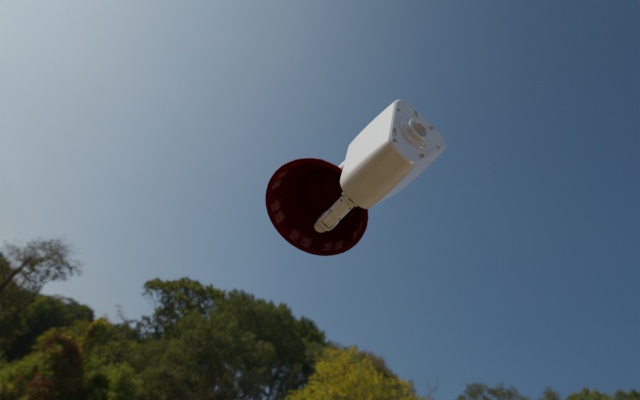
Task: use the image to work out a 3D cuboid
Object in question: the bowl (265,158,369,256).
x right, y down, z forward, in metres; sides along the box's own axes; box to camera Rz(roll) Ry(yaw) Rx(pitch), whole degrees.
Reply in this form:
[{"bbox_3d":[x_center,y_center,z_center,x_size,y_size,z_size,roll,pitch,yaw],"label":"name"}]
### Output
[{"bbox_3d":[-0.001,0.003,0.729,0.162,0.162,0.055,0,25,21],"label":"bowl"}]
